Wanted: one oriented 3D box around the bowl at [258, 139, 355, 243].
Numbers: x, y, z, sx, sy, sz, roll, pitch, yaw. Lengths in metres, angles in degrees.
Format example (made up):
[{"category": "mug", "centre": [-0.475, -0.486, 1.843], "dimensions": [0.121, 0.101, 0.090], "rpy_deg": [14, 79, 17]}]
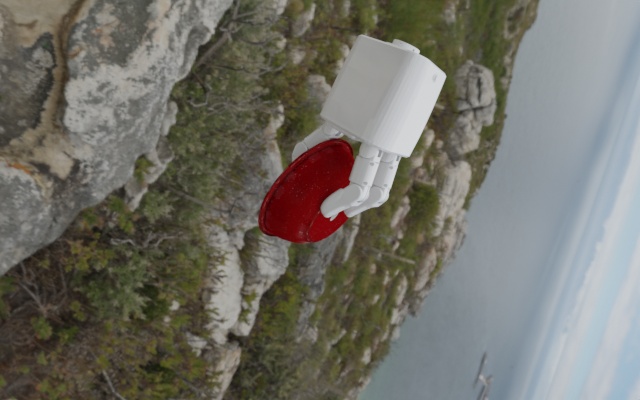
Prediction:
[{"category": "bowl", "centre": [0.000, 0.003, 0.612], "dimensions": [0.055, 0.162, 0.162], "rpy_deg": [44, 21, 23]}]
